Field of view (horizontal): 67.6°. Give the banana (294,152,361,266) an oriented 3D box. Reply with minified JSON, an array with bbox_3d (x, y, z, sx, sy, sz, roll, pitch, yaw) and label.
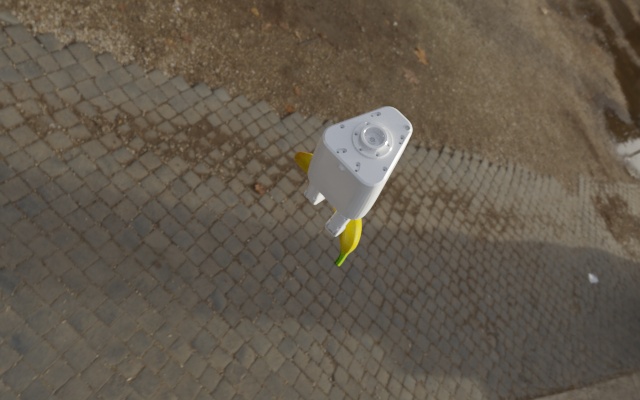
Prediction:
[{"bbox_3d":[0.018,-0.002,0.745,0.069,0.197,0.037,-24,-18,10],"label":"banana"}]
